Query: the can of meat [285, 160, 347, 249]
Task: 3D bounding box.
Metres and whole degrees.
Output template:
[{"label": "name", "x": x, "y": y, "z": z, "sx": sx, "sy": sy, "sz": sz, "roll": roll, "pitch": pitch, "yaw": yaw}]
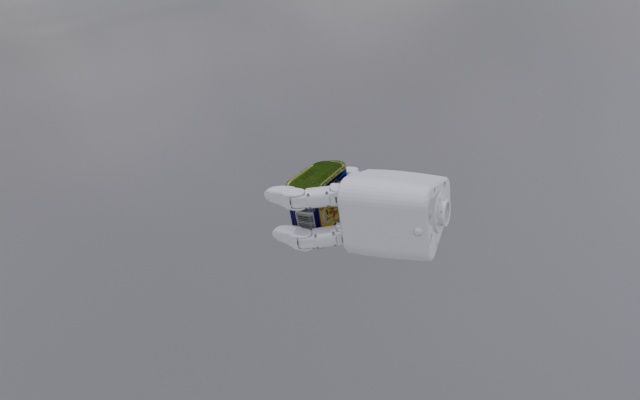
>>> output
[{"label": "can of meat", "x": 0.000, "y": 0.002, "z": 0.639, "sx": 0.057, "sy": 0.084, "sz": 0.102, "roll": 8, "pitch": 31, "yaw": 30}]
